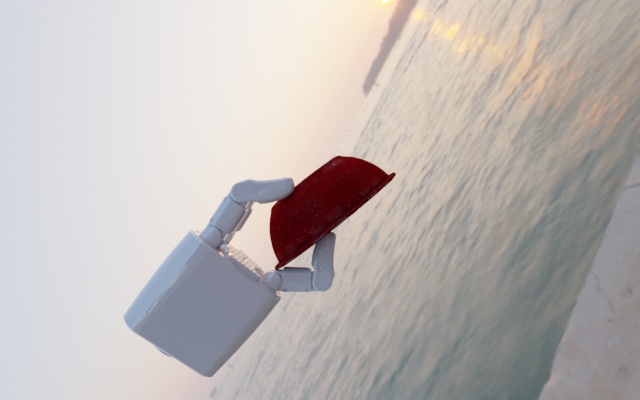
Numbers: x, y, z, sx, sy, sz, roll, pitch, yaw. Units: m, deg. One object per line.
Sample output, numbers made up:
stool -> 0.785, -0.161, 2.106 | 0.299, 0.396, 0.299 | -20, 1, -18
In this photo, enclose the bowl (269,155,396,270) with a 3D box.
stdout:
bowl -> 0.001, 0.001, 0.505 | 0.162, 0.055, 0.162 | -38, 0, 0
